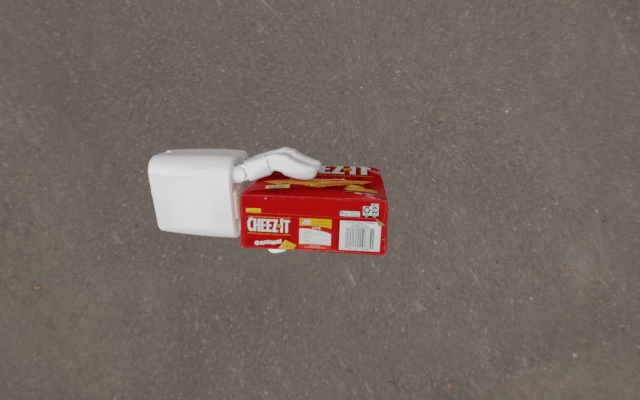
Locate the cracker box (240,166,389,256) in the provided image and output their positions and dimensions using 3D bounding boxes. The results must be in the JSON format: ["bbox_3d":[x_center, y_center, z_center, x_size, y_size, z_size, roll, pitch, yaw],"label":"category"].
[{"bbox_3d":[0.000,0.002,0.618,0.164,0.072,0.213,2,13,4],"label":"cracker box"}]
